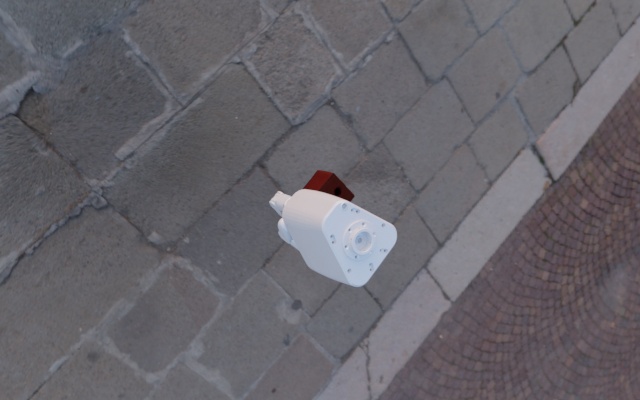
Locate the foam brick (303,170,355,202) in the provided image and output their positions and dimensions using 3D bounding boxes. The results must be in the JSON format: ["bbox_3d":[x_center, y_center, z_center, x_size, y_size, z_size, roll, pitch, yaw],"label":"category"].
[{"bbox_3d":[0.000,0.002,0.693,0.053,0.078,0.051,46,-16,-25],"label":"foam brick"}]
